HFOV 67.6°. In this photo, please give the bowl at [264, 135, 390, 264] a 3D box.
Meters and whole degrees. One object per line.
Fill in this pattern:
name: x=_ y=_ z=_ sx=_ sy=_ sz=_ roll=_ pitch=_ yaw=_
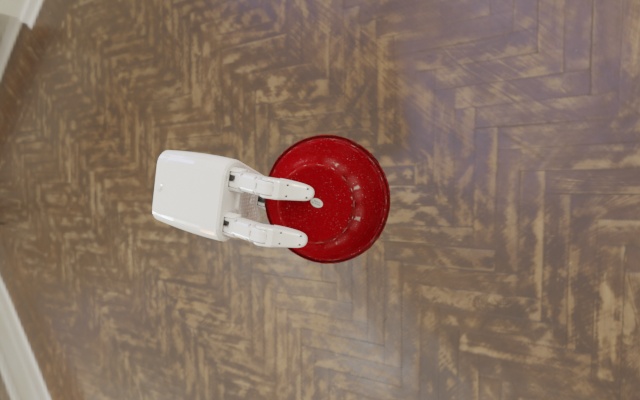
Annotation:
bowl: x=0.001 y=0.002 z=0.570 sx=0.162 sy=0.162 sz=0.055 roll=0 pitch=6 yaw=14
